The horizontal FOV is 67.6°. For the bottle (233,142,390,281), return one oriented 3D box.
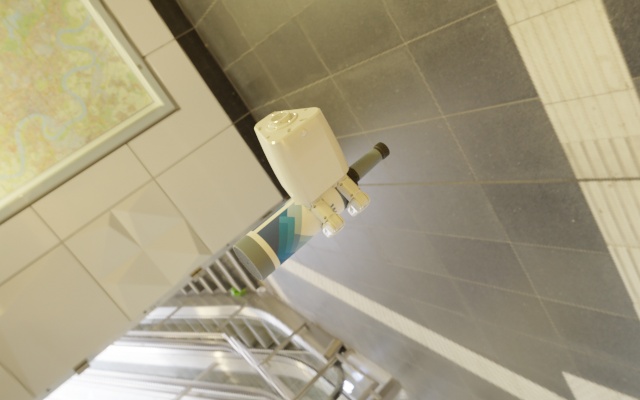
[{"bbox_3d":[0.000,0.003,0.739,0.295,0.069,0.069,-40,17,-21],"label":"bottle"}]
